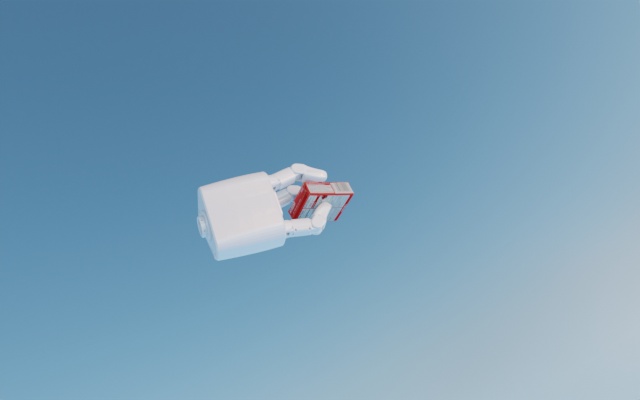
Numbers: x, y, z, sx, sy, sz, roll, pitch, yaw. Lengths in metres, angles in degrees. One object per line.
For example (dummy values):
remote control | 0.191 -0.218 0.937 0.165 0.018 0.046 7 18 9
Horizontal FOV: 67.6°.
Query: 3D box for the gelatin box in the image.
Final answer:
gelatin box | 0.001 0.003 0.790 0.089 0.030 0.073 -1 -40 -31
